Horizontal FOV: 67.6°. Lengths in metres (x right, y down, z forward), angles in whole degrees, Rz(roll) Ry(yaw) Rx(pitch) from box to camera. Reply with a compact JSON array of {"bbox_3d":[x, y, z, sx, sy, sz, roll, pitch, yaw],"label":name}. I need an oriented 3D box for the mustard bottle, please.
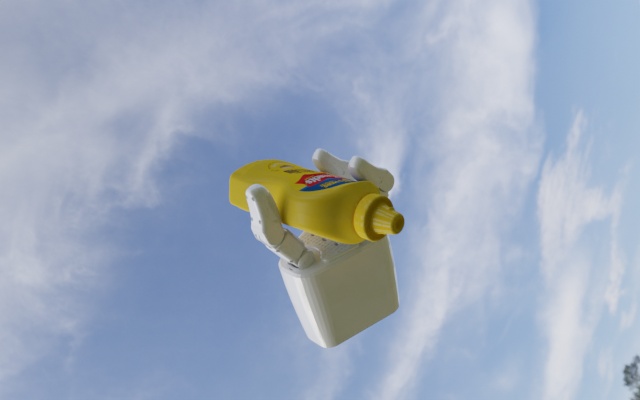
[{"bbox_3d":[0.000,0.001,0.463,0.096,0.058,0.191,-6,16,-42],"label":"mustard bottle"}]
